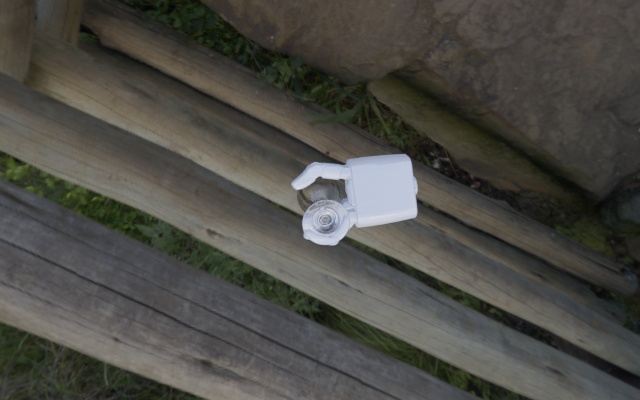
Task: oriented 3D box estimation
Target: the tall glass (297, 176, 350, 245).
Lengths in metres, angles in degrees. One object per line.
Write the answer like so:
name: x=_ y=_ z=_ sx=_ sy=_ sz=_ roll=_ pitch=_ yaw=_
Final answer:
tall glass: x=0.000 y=0.003 z=0.825 sx=0.079 sy=0.079 sz=0.201 roll=0 pitch=19 yaw=-6
